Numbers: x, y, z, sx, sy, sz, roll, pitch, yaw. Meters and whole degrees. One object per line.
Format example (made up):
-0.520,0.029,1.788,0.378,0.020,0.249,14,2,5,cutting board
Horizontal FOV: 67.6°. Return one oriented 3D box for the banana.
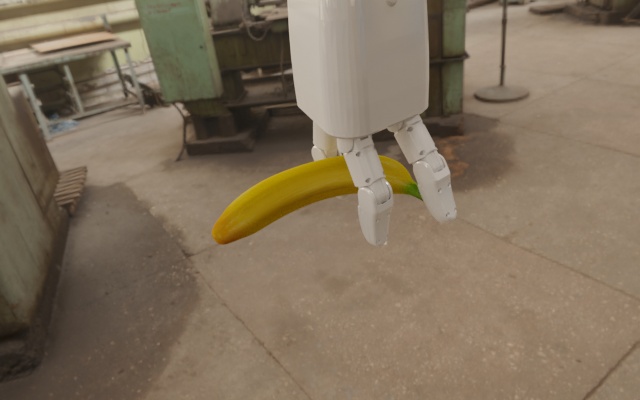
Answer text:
-0.002,-0.009,0.427,0.198,0.037,0.069,-13,34,-11,banana
